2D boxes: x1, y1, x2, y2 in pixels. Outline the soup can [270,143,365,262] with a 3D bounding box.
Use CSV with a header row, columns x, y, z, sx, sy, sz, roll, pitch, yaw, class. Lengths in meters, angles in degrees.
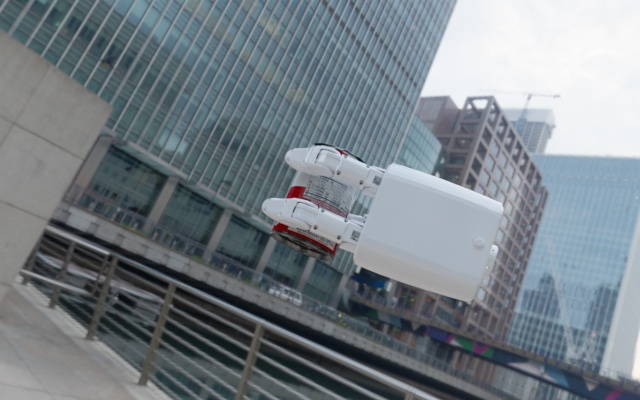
x,y,z,sx,sy,sz,roll,pitch,yaw,class
0.000,0.001,0.484,0.068,0.102,0.068,22,-14,6,soup can
